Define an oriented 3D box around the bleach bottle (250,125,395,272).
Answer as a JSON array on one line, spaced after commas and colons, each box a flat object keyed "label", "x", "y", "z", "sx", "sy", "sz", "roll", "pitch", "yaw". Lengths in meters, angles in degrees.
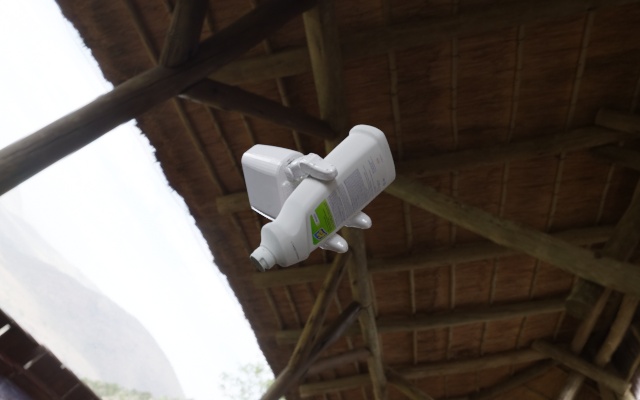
[{"label": "bleach bottle", "x": 0.000, "y": 0.002, "z": 0.671, "sx": 0.250, "sy": 0.103, "sz": 0.068, "roll": -41, "pitch": 38, "yaw": -25}]
